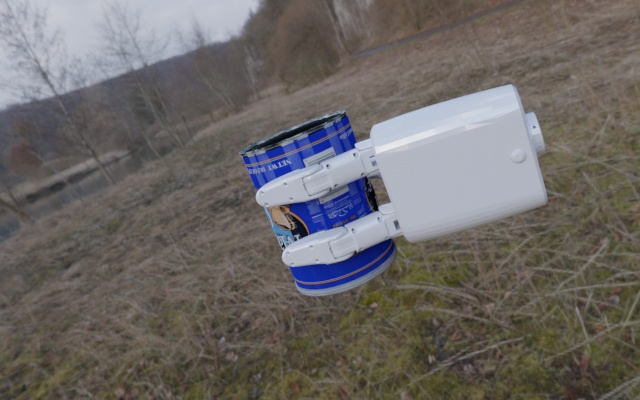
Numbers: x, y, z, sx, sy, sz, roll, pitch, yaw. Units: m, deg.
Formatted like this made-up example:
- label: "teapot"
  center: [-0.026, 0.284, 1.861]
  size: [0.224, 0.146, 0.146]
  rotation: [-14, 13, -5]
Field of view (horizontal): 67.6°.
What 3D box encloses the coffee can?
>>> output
- label: "coffee can"
  center: [0.000, 0.002, 0.441]
  size: [0.103, 0.140, 0.102]
  rotation: [-21, 14, 5]
